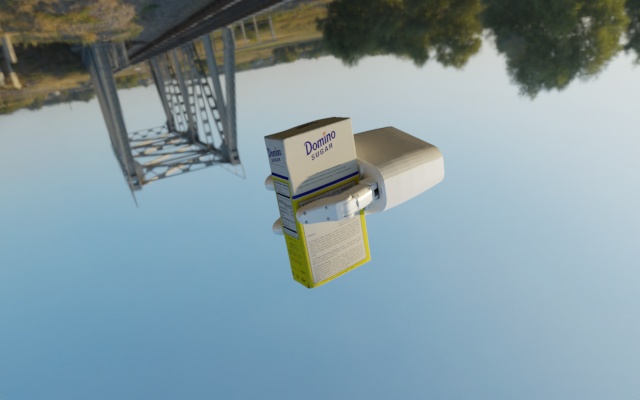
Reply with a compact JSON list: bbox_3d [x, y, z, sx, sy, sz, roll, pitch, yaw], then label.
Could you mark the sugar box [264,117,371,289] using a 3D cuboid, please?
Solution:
[{"bbox_3d":[0.000,0.002,0.538,0.093,0.176,0.048,-22,21,-31],"label":"sugar box"}]
